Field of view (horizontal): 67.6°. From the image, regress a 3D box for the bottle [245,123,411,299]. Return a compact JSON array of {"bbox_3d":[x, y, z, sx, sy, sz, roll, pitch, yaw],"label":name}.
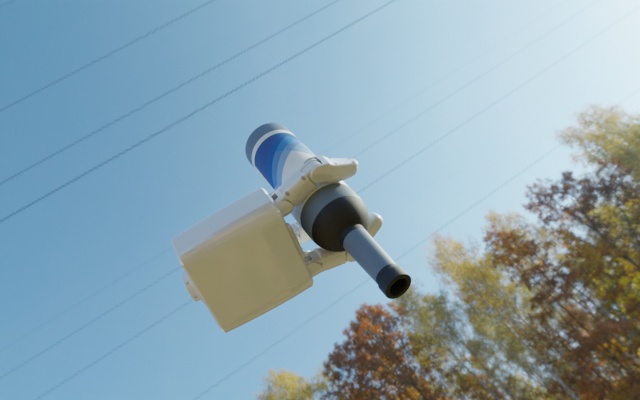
[{"bbox_3d":[0.000,0.002,0.521,0.069,0.069,0.295,0,30,-32],"label":"bottle"}]
